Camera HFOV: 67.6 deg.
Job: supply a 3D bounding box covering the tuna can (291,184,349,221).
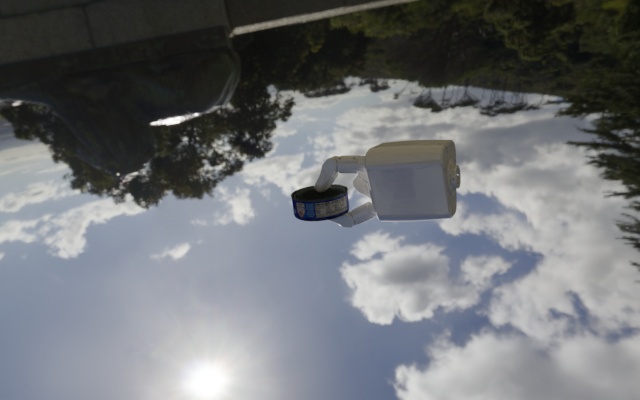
[{"bbox_3d":[0.000,0.003,0.715,0.086,0.034,0.086,-6,16,2],"label":"tuna can"}]
